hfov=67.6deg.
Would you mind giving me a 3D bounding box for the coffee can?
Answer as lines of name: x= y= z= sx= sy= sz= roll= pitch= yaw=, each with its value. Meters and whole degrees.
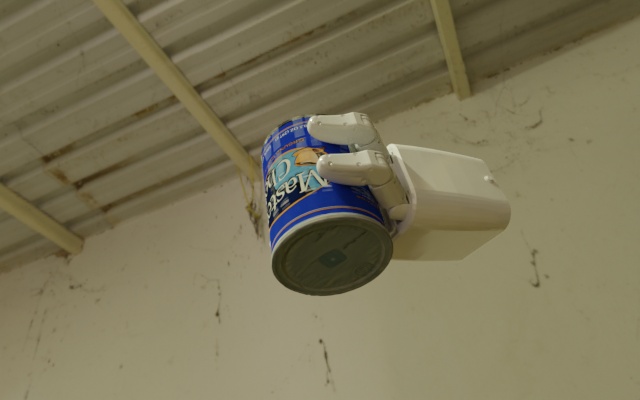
coffee can: x=0.000 y=0.002 z=0.444 sx=0.103 sy=0.103 sz=0.140 roll=-6 pitch=45 yaw=-6
